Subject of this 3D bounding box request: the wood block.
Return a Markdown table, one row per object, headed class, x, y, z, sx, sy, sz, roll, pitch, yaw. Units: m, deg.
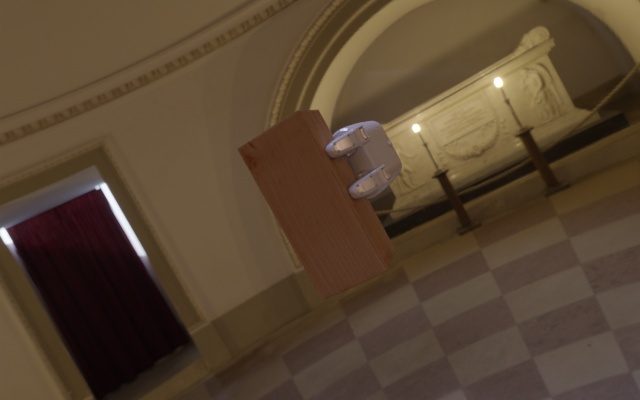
| class | x | y | z | sx | sy | sz | roll | pitch | yaw |
| --- | --- | --- | --- | --- | --- | --- | --- | --- | --- |
| wood block | 0.000 | 0.002 | 0.587 | 0.091 | 0.206 | 0.090 | -29 | 2 | 19 |
